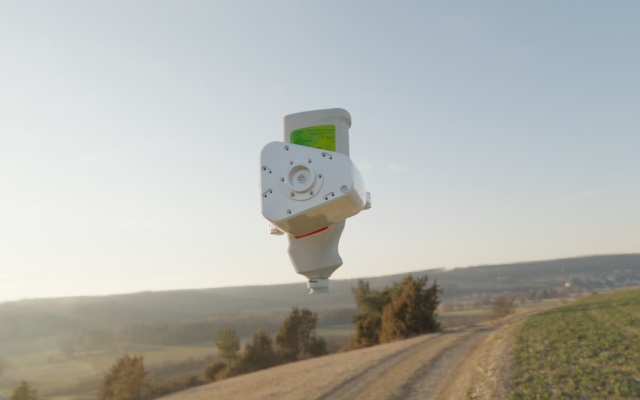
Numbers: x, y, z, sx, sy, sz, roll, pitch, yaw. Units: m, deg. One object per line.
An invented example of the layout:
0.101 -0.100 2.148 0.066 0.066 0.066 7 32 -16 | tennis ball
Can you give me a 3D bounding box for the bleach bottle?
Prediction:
0.000 0.002 0.669 0.102 0.250 0.068 -5 -11 10 | bleach bottle
